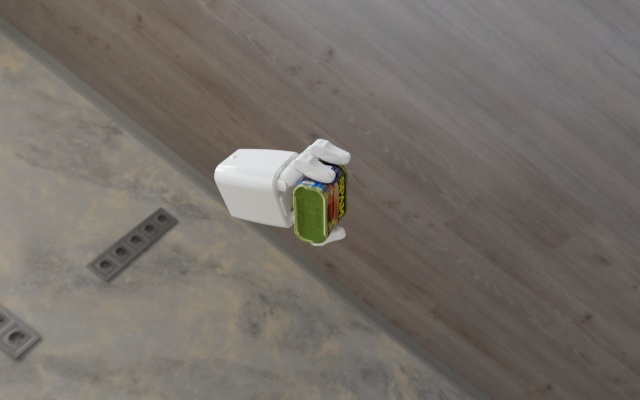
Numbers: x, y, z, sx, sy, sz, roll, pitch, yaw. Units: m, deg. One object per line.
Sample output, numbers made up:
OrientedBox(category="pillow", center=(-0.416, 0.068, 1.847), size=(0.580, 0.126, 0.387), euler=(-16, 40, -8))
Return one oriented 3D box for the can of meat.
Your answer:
OrientedBox(category="can of meat", center=(0.000, 0.003, 0.711), size=(0.057, 0.102, 0.084), euler=(11, 34, 20))
